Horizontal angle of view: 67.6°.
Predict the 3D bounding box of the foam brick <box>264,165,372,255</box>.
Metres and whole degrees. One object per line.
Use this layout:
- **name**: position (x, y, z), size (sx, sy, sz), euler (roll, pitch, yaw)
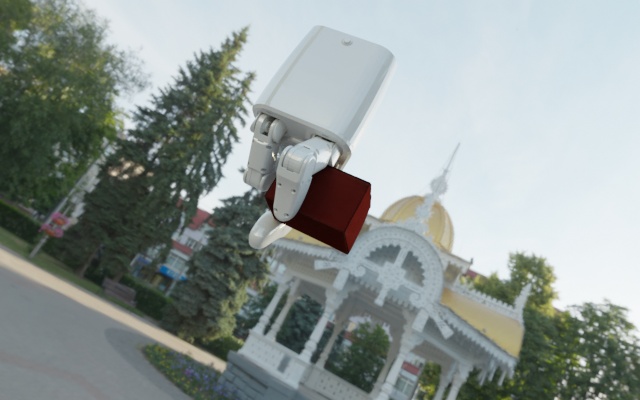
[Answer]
- **foam brick**: position (0.000, 0.002, 0.414), size (0.078, 0.051, 0.053), euler (25, -21, 16)
